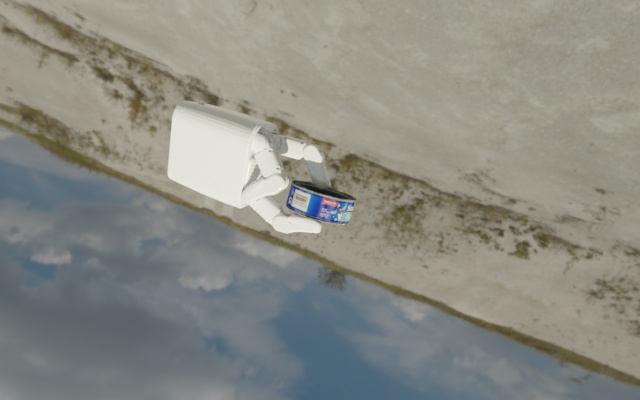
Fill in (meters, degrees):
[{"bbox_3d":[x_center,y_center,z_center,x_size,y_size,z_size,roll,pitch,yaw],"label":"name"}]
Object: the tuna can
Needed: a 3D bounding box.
[{"bbox_3d":[0.000,0.003,0.611,0.086,0.034,0.086,16,8,-2],"label":"tuna can"}]
